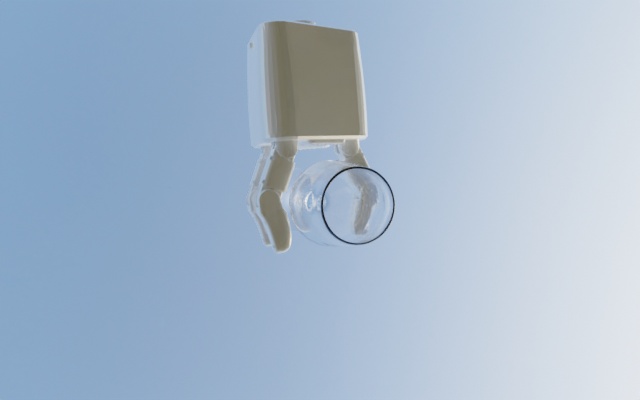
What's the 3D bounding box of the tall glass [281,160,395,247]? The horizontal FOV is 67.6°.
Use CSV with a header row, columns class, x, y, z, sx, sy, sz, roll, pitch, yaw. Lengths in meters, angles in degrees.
class,x,y,z,sx,sy,sz,roll,pitch,yaw
tall glass,0.000,0.002,0.463,0.079,0.079,0.201,0,2,-18
